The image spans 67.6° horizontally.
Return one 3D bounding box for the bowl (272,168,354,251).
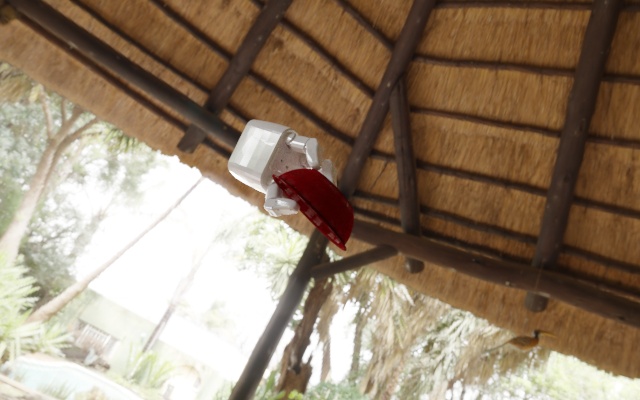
[{"bbox_3d":[0.001,0.003,0.735,0.055,0.162,0.162,-44,6,-7],"label":"bowl"}]
